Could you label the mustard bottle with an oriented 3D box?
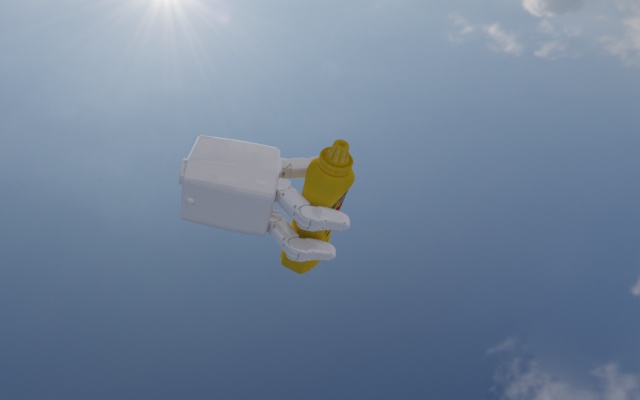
[{"bbox_3d":[0.000,0.002,0.604,0.058,0.192,0.096,27,43,9],"label":"mustard bottle"}]
